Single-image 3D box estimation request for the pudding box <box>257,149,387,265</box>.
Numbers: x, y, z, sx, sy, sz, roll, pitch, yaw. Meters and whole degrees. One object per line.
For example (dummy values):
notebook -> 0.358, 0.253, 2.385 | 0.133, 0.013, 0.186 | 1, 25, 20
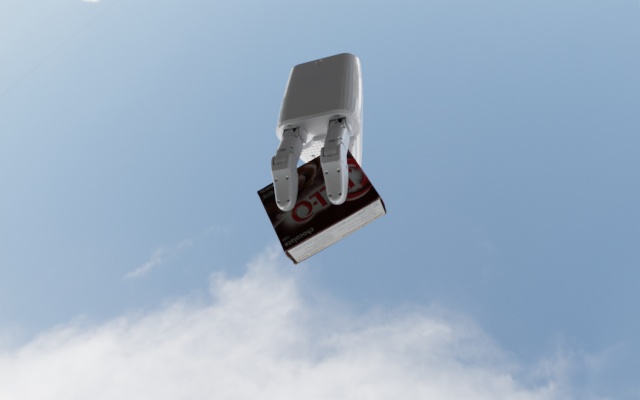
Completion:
pudding box -> 0.000, 0.002, 0.506 | 0.113, 0.090, 0.039 | -31, -39, 2
